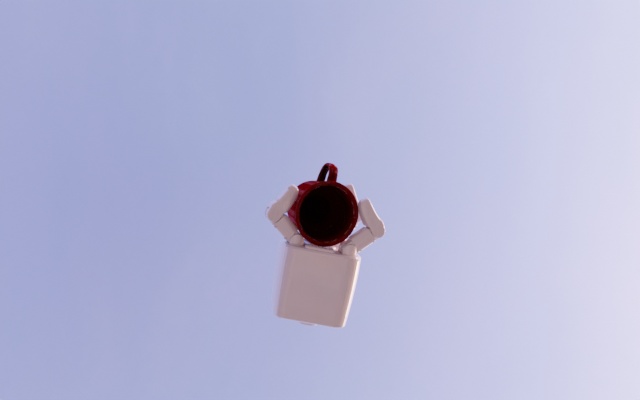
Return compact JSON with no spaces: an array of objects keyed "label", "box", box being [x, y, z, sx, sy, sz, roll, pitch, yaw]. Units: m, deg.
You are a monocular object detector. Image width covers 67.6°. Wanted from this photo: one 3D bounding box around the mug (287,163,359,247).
[{"label":"mug","box":[0.000,0.001,0.698,0.093,0.117,0.081,9,4,-19]}]
